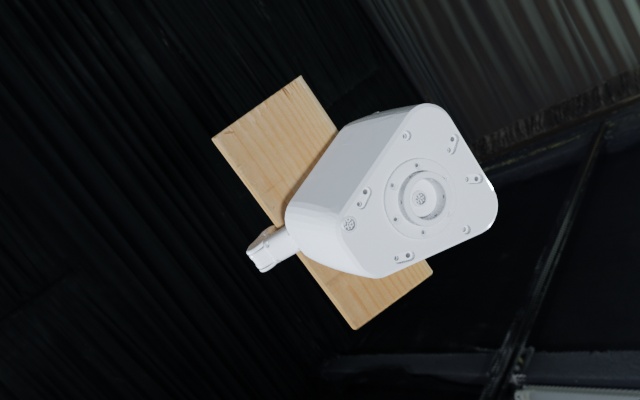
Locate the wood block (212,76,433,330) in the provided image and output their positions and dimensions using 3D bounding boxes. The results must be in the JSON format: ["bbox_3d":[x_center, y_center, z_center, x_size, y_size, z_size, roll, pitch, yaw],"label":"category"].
[{"bbox_3d":[0.000,0.002,0.442,0.091,0.206,0.090,-36,12,-3],"label":"wood block"}]
